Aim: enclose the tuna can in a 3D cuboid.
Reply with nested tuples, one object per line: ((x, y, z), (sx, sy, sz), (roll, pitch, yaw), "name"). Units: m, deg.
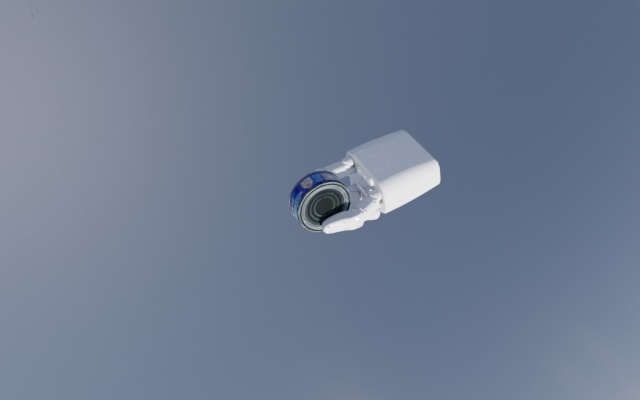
((0.000, 0.003, 0.688), (0.086, 0.086, 0.033), (0, 30, -29), "tuna can")
